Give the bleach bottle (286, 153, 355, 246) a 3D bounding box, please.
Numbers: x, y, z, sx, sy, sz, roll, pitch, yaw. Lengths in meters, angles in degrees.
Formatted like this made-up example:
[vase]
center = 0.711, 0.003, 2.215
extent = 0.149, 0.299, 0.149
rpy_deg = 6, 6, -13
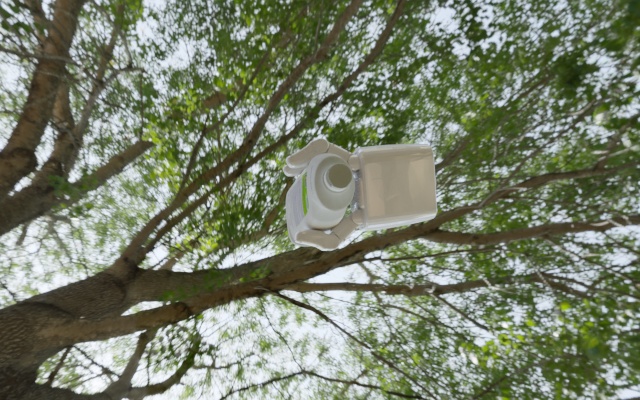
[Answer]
[bleach bottle]
center = 0.000, 0.002, 0.653
extent = 0.068, 0.102, 0.251
rpy_deg = -6, -9, -12
